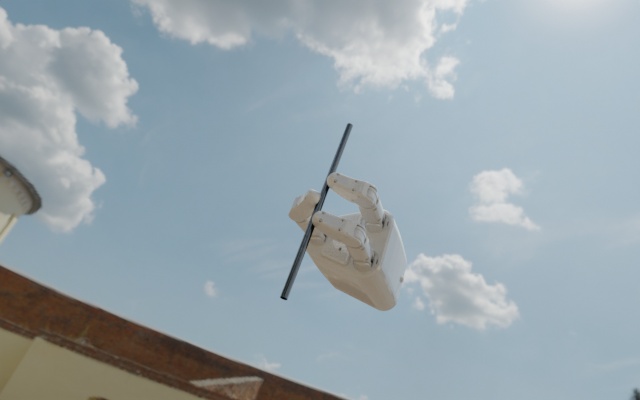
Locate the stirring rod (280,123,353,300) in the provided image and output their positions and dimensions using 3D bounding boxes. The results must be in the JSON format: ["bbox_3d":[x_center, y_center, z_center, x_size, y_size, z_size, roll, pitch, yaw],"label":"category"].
[{"bbox_3d":[0.000,0.002,0.540,0.011,0.239,0.011,15,-31,10],"label":"stirring rod"}]
